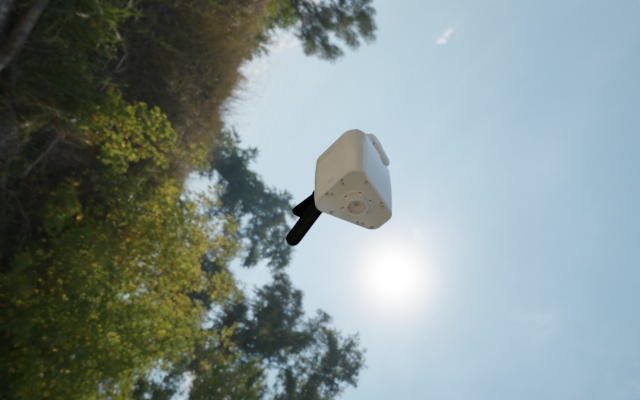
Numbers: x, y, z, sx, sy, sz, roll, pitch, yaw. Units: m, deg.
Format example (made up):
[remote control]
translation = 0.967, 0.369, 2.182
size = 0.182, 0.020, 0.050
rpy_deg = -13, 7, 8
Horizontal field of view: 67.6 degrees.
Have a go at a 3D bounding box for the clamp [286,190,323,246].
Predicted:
[clamp]
translation = 0.001, 0.003, 0.803
size = 0.039, 0.171, 0.120
rpy_deg = 34, 31, -18
